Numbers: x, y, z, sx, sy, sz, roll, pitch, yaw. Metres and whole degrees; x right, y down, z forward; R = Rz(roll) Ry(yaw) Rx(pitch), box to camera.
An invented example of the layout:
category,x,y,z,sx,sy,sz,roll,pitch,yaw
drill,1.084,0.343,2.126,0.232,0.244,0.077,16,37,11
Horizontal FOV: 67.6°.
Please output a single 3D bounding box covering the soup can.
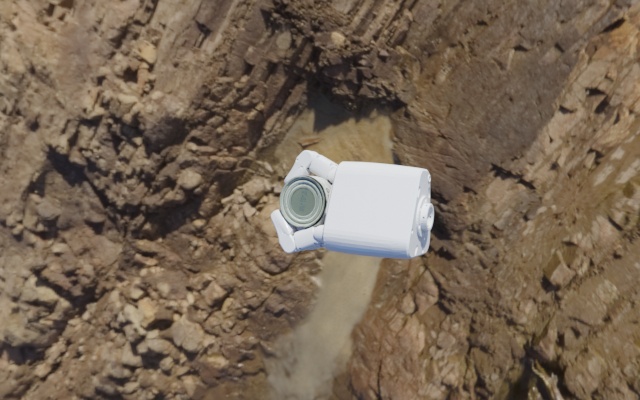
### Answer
category,x,y,z,sx,sy,sz,roll,pitch,yaw
soup can,0.000,0.002,0.632,0.068,0.068,0.102,0,0,28
